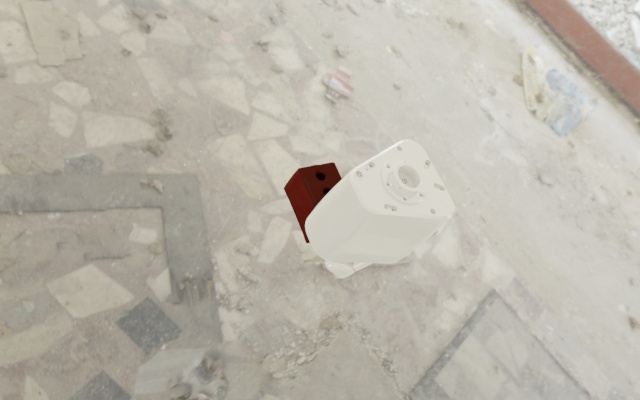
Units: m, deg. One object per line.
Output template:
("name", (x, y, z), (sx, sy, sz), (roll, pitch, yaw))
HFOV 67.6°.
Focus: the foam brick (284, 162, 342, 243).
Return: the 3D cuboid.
("foam brick", (0.000, 0.002, 0.564), (0.053, 0.078, 0.051), (-13, -22, -30))
